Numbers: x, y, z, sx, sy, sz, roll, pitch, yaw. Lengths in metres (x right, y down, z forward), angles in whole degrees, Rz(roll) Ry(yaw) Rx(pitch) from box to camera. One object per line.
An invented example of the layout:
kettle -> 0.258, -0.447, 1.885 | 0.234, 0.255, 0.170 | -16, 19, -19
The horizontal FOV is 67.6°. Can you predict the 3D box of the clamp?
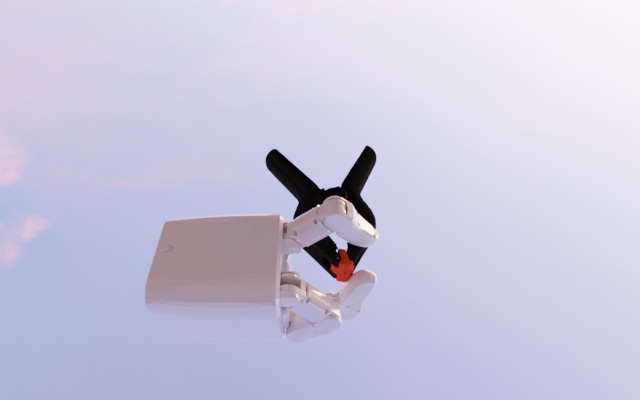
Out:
clamp -> 0.000, 0.002, 0.474 | 0.120, 0.039, 0.171 | -1, 43, 3
